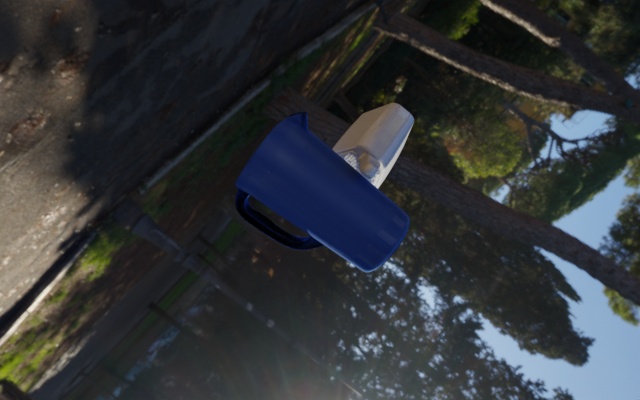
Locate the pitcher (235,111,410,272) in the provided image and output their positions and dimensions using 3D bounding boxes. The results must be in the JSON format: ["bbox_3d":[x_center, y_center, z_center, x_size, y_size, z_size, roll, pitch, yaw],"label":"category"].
[{"bbox_3d":[0.000,0.002,0.704,0.243,0.145,0.149,38,-25,-4],"label":"pitcher"}]
